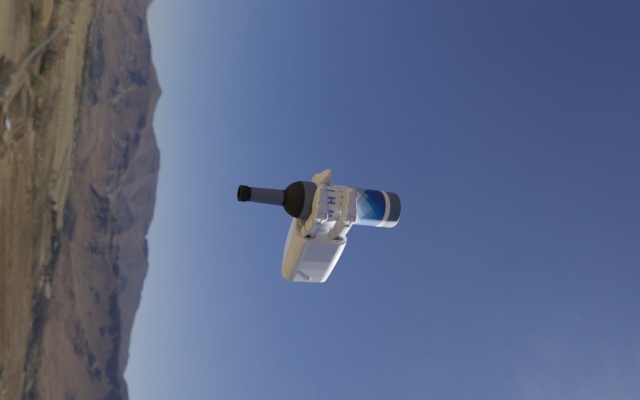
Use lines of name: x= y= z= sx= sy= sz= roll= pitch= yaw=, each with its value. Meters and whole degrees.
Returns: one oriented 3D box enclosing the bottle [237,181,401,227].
bottle: x=0.000 y=0.003 z=0.844 sx=0.296 sy=0.069 sz=0.069 roll=6 pitch=-3 yaw=-24
